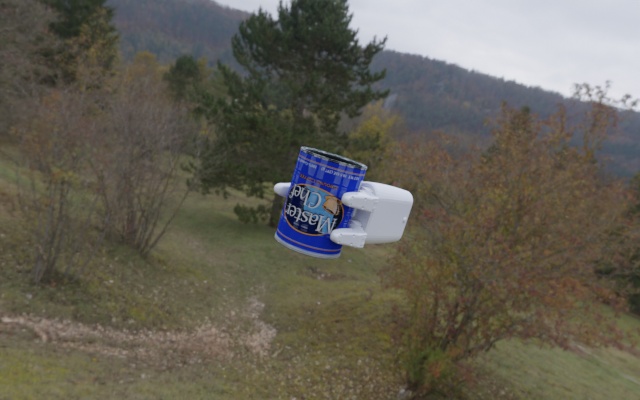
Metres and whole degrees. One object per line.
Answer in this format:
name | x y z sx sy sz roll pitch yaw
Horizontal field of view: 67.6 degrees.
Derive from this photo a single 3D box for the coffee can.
coffee can | 0.000 0.002 0.706 0.103 0.140 0.103 16 10 -3
